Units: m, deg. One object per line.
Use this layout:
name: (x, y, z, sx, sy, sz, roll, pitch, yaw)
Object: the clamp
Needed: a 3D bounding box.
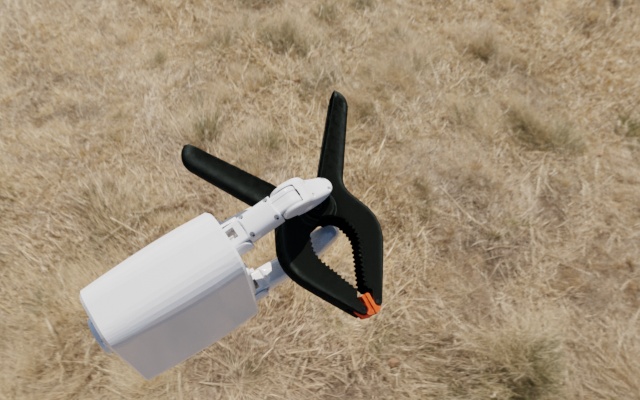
clamp: (0.000, 0.002, 0.421, 0.164, 0.210, 0.036, -32, -12, -20)
